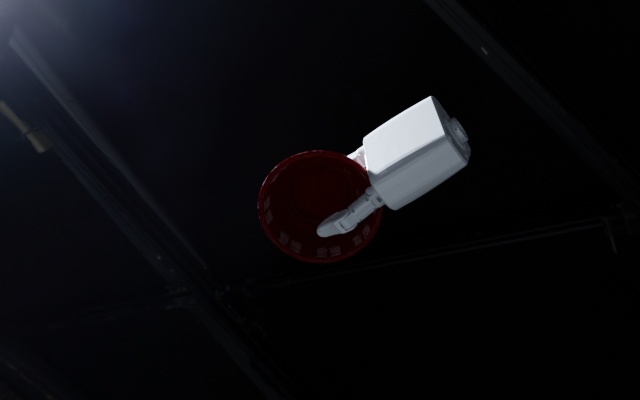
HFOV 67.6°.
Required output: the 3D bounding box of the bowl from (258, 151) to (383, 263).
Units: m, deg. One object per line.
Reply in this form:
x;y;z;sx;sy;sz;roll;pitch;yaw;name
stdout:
-0.001;0.002;0.642;0.162;0.162;0.055;0;24;1;bowl
